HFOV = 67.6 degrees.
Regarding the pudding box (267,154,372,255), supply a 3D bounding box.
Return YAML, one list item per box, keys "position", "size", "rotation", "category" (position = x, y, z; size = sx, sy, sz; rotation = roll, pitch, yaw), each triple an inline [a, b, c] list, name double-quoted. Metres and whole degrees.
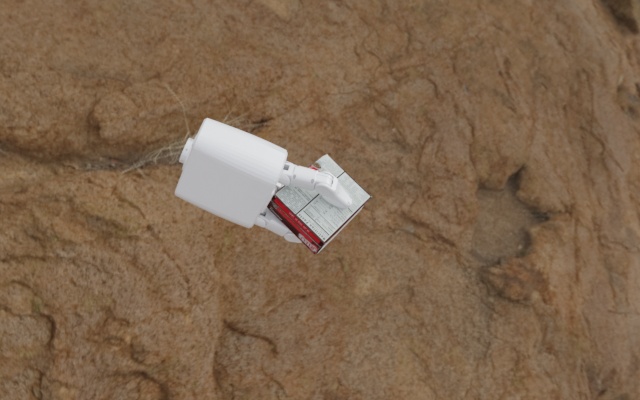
- position: [0.000, 0.002, 0.620]
  size: [0.113, 0.090, 0.039]
  rotation: [-42, -6, -35]
  category: "pudding box"
